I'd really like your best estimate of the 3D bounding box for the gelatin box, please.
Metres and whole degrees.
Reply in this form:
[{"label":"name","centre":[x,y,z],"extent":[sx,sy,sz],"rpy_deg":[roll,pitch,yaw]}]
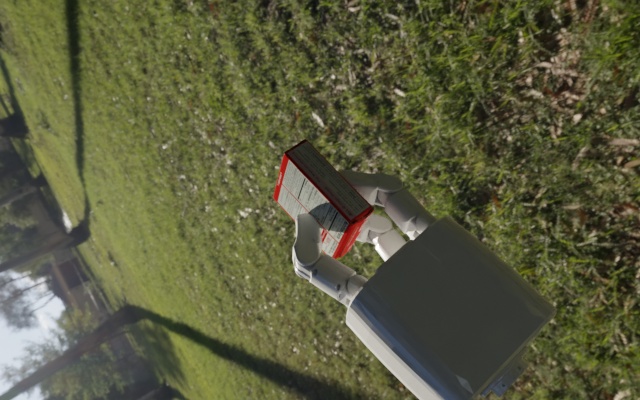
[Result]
[{"label":"gelatin box","centre":[0.000,0.001,0.426],"extent":[0.030,0.089,0.073],"rpy_deg":[-35,-18,-29]}]
